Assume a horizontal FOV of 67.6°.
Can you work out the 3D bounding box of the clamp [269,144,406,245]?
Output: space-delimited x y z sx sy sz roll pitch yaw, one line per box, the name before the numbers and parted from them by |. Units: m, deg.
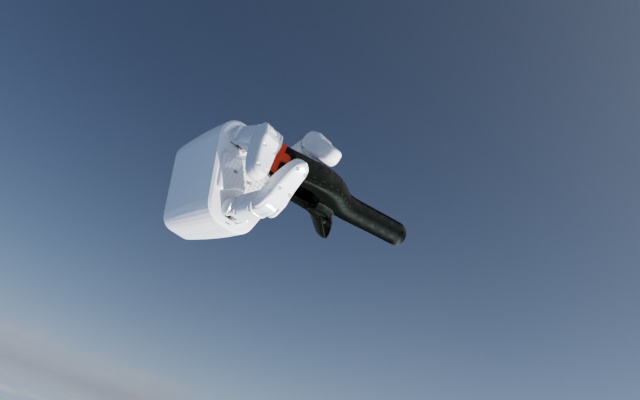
clamp | 0.000 0.002 0.511 0.120 0.039 0.171 -12 -41 45
